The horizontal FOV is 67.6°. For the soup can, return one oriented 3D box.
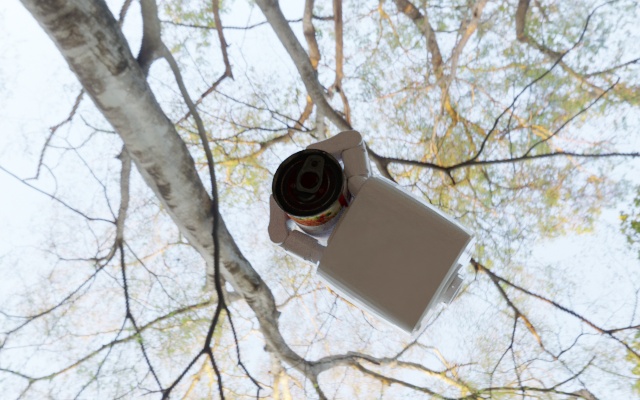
[{"bbox_3d":[0.000,0.002,0.475,0.068,0.068,0.102,0,-21,15],"label":"soup can"}]
